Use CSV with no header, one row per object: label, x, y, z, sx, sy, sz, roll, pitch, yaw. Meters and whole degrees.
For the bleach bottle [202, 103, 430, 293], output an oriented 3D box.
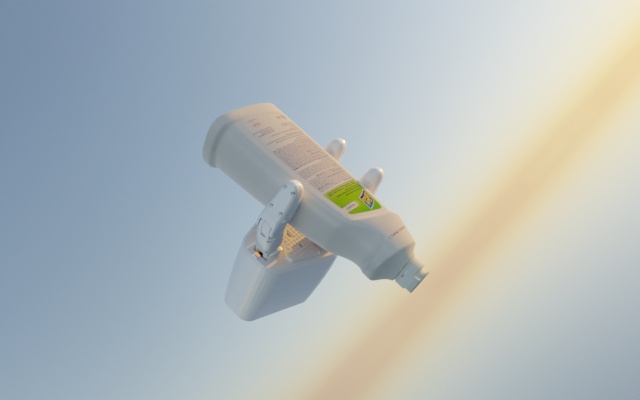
bleach bottle,0.000,0.001,0.484,0.250,0.068,0.102,42,41,16
